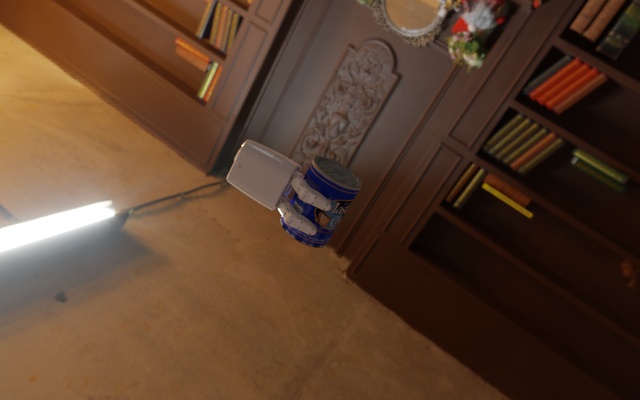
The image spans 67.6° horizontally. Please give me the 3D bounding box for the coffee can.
[{"bbox_3d":[0.000,0.003,0.899,0.103,0.140,0.102,26,22,-11],"label":"coffee can"}]
